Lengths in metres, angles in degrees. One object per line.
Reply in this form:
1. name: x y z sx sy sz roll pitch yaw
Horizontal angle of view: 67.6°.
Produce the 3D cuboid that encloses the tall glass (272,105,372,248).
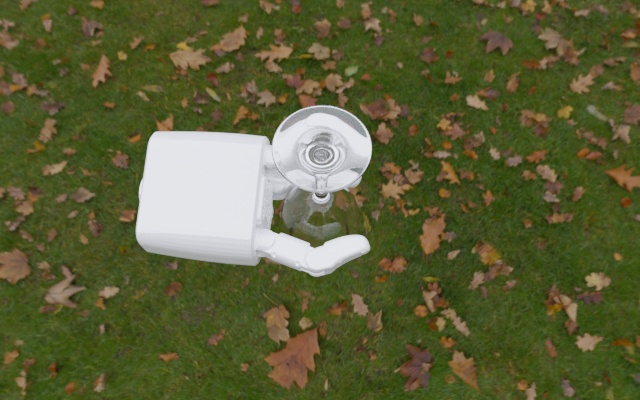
1. tall glass: 0.000 0.001 0.441 0.079 0.079 0.201 0 -24 0
